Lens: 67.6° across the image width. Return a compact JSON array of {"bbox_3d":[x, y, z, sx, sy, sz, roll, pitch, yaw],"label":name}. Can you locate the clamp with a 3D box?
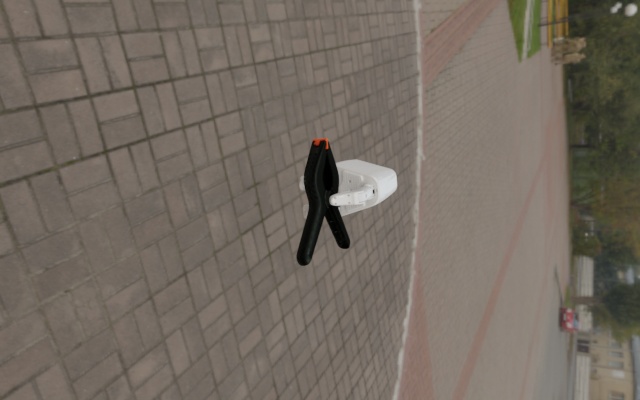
[{"bbox_3d":[0.001,0.002,0.805,0.036,0.210,0.164,0,12,28],"label":"clamp"}]
